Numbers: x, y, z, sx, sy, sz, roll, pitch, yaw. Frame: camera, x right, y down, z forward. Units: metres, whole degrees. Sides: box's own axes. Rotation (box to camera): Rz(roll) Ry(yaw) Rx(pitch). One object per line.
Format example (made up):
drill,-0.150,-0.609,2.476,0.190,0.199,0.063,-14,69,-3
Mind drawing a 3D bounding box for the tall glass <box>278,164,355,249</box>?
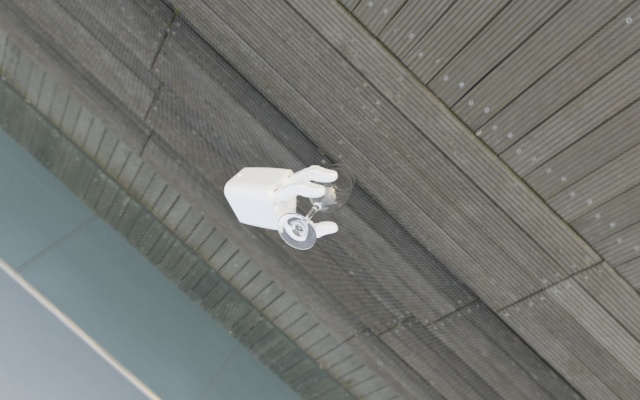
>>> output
tall glass,0.000,0.003,0.886,0.079,0.079,0.201,0,30,29
